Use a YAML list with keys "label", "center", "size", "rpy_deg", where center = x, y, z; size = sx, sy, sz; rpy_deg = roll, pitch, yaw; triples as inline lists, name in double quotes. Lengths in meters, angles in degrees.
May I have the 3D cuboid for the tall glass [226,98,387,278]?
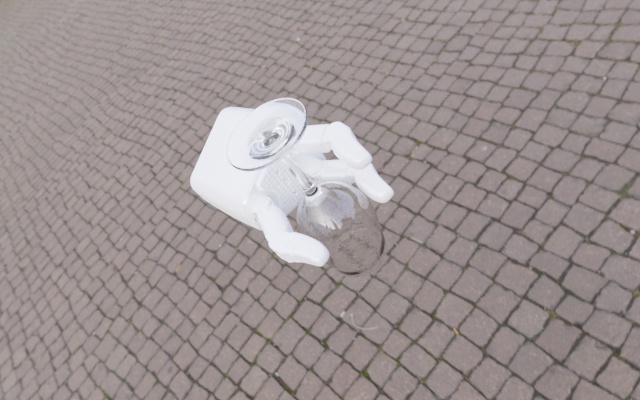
- label: "tall glass"
  center: [0.000, 0.001, 0.446]
  size: [0.079, 0.079, 0.201]
  rpy_deg: [0, -34, 32]
